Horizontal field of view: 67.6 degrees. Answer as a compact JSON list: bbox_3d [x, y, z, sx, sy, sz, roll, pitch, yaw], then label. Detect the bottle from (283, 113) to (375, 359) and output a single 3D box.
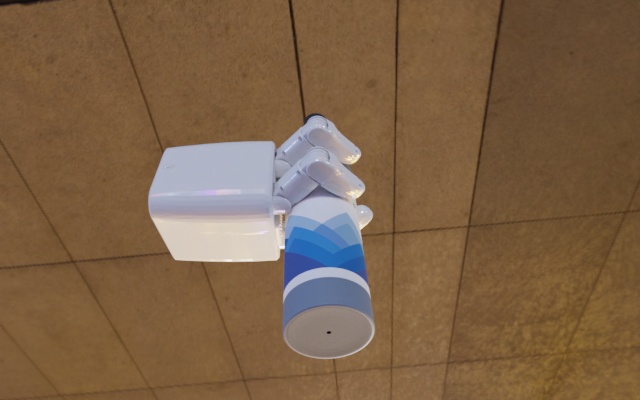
[{"bbox_3d":[0.000,0.002,0.454,0.069,0.069,0.295,0,40,-3],"label":"bottle"}]
